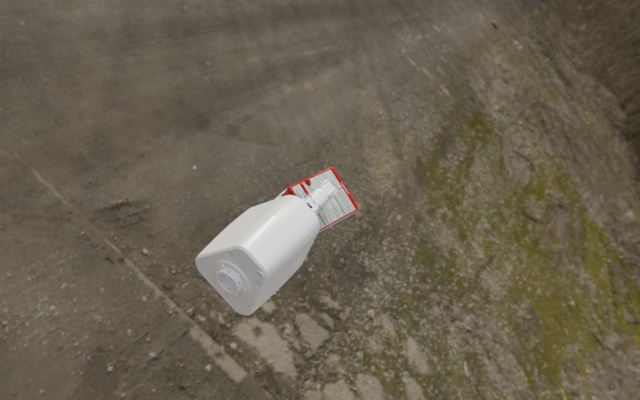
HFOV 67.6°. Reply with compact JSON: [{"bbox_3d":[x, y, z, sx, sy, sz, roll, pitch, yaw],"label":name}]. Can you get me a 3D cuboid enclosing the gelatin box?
[{"bbox_3d":[0.001,0.002,0.669,0.089,0.073,0.030,-27,-9,-38],"label":"gelatin box"}]
